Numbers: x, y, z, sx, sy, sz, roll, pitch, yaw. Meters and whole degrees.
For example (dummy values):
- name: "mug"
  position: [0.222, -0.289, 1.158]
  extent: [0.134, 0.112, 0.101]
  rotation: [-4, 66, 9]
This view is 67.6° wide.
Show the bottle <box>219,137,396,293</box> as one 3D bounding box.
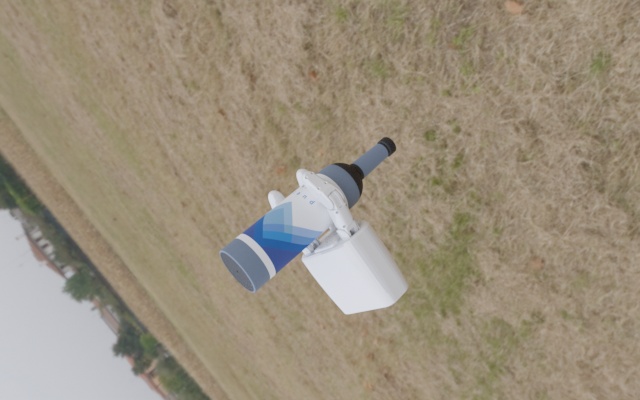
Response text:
- name: "bottle"
  position: [0.000, 0.002, 0.644]
  extent: [0.295, 0.069, 0.069]
  rotation: [-40, 20, -26]
